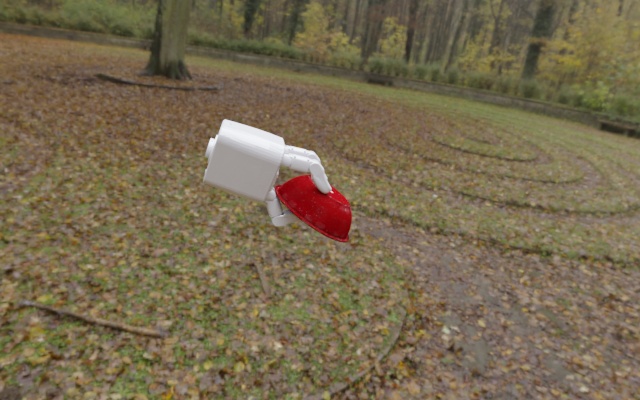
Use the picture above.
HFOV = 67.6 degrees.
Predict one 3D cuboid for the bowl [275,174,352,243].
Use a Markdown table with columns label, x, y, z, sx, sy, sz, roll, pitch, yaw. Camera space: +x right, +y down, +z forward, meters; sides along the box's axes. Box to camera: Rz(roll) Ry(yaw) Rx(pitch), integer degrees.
| label | x | y | z | sx | sy | sz | roll | pitch | yaw |
| --- | --- | --- | --- | --- | --- | --- | --- | --- | --- |
| bowl | 0.001 | 0.003 | 0.842 | 0.162 | 0.055 | 0.162 | 35 | 12 | -8 |
